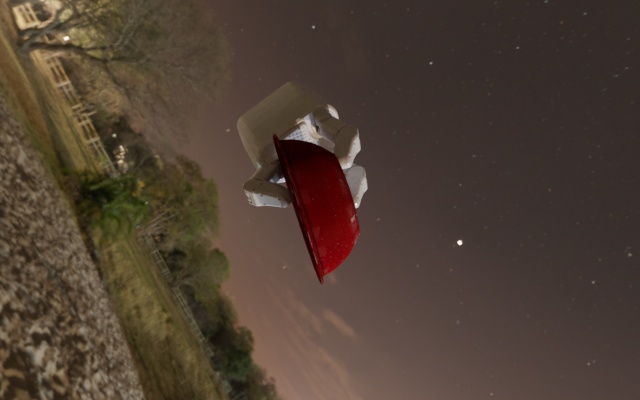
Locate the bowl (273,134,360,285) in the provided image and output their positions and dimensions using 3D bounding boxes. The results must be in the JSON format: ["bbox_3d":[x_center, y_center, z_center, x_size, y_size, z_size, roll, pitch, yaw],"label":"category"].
[{"bbox_3d":[0.001,0.002,0.495,0.055,0.162,0.162,-18,1,-4],"label":"bowl"}]
